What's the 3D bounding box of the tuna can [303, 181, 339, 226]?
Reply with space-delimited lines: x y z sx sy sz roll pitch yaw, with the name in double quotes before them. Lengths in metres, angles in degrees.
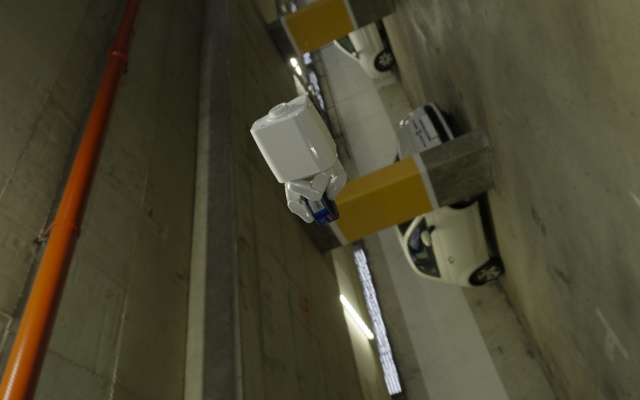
"tuna can" 0.000 0.003 0.880 0.034 0.086 0.086 -27 -6 13
